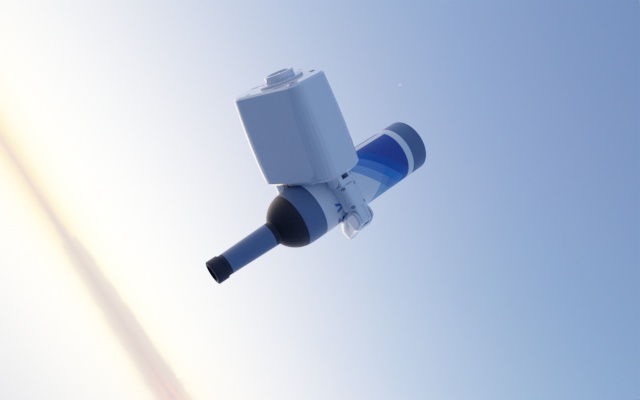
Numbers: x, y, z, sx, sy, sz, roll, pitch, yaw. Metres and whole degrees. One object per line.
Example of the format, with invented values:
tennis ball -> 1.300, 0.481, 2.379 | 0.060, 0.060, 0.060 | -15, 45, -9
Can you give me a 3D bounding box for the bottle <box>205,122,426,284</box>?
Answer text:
bottle -> 0.000, 0.002, 0.551 | 0.295, 0.069, 0.069 | -33, 16, -26
